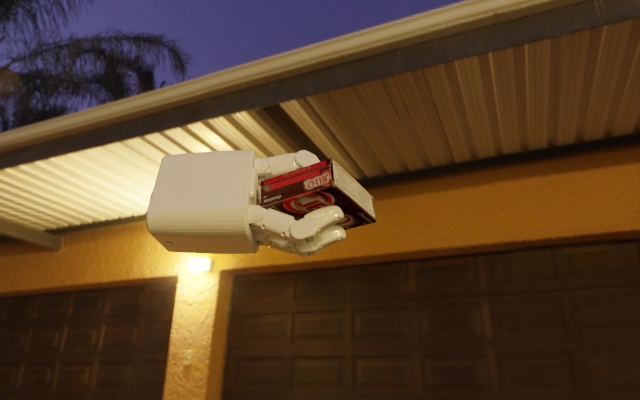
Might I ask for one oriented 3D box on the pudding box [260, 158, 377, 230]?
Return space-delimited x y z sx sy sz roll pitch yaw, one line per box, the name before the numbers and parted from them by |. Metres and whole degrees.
pudding box | 0.000 0.002 0.533 0.090 0.039 0.113 -15 -26 25
